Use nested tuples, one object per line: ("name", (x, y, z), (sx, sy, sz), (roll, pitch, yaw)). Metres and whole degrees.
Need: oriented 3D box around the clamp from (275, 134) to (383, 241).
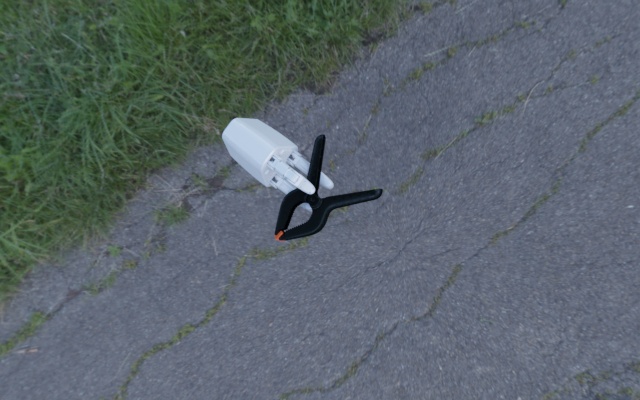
("clamp", (-0.001, 0.003, 0.883), (0.164, 0.210, 0.036), (38, 1, 17))
